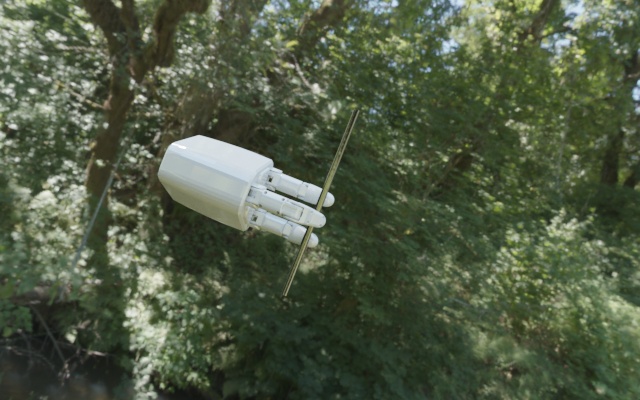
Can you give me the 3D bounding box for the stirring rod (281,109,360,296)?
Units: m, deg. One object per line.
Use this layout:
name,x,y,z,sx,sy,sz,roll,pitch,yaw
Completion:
stirring rod,0.000,0.002,0.578,0.011,0.239,0.011,21,-1,0
